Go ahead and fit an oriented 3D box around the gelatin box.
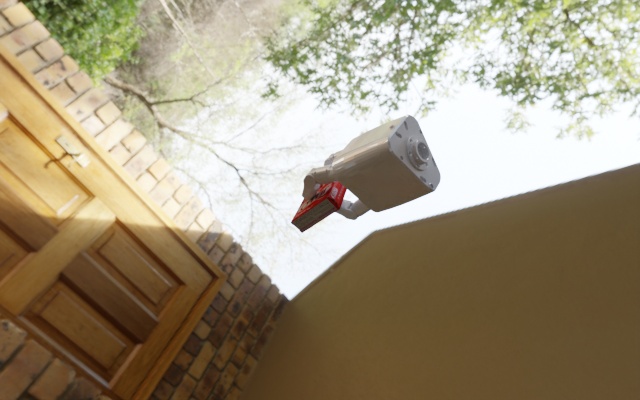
[{"bbox_3d":[0.000,0.003,0.753,0.089,0.030,0.073,-35,18,35],"label":"gelatin box"}]
